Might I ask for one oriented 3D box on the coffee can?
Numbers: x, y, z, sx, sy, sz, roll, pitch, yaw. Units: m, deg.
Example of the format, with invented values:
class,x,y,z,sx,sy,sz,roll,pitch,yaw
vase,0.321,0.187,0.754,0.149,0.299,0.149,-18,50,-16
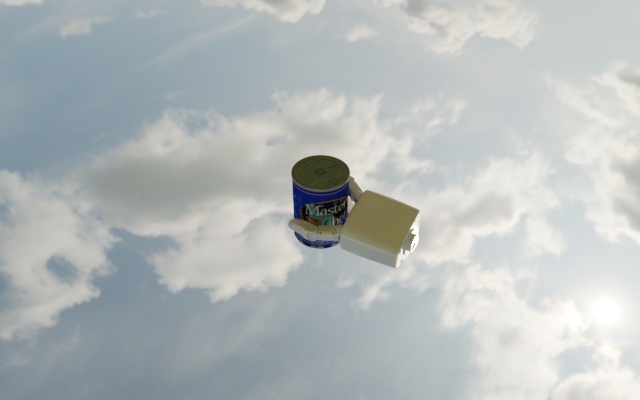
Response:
class,x,y,z,sx,sy,sz,roll,pitch,yaw
coffee can,0.000,0.003,0.873,0.103,0.140,0.102,0,39,0
